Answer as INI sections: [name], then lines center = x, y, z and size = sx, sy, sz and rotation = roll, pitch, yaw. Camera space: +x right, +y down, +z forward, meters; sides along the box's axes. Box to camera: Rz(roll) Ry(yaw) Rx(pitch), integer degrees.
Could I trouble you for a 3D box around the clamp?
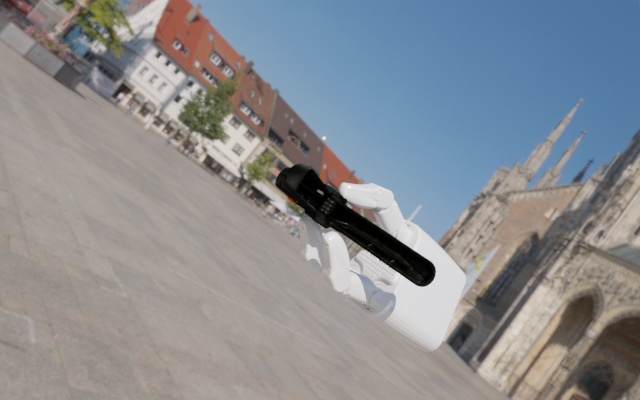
[clamp]
center = 0.000, 0.001, 0.463
size = 0.165, 0.036, 0.210
rotation = 39, -4, -31
